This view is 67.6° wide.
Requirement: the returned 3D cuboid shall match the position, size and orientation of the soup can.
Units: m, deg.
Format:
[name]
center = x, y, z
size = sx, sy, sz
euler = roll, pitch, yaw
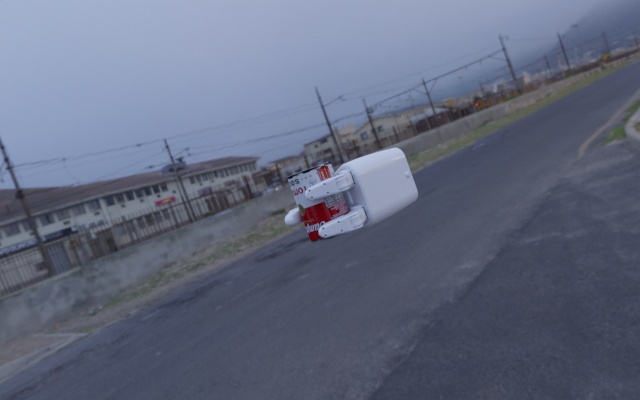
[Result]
[soup can]
center = 0.000, 0.002, 0.691
size = 0.068, 0.102, 0.068
euler = -20, 4, 1
